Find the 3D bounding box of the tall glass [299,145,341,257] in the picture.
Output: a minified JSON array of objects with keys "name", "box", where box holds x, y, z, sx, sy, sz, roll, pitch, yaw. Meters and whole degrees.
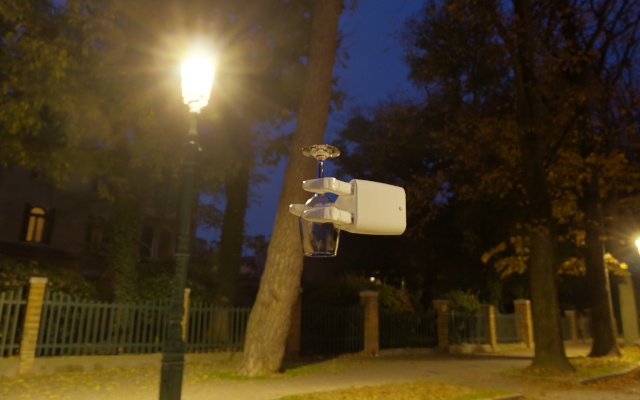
[{"name":"tall glass","box":[0.000,0.002,0.891,0.079,0.201,0.079,1,-14,0]}]
